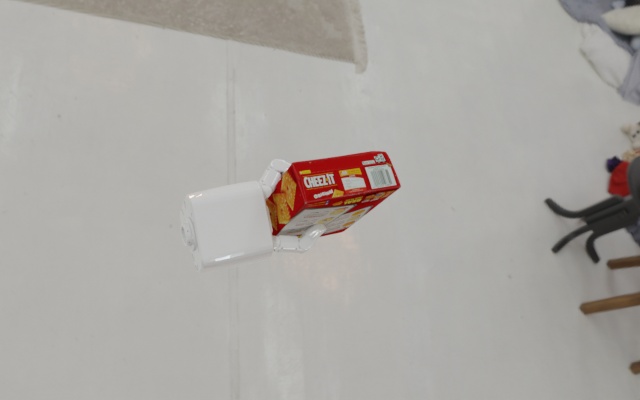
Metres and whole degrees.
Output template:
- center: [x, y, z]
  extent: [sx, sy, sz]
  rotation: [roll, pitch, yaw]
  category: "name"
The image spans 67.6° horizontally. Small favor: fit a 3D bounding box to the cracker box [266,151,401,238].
- center: [0.000, 0.003, 0.764]
  extent: [0.164, 0.072, 0.214]
  rotation: [-10, -17, -27]
  category: "cracker box"
